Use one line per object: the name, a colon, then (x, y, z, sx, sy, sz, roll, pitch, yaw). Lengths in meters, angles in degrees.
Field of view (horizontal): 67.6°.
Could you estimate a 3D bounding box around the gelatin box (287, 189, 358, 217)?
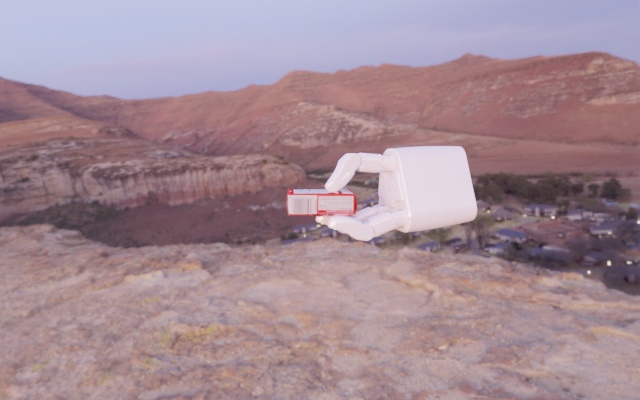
gelatin box: (0.000, 0.002, 0.634, 0.089, 0.030, 0.073, 0, 6, -4)
